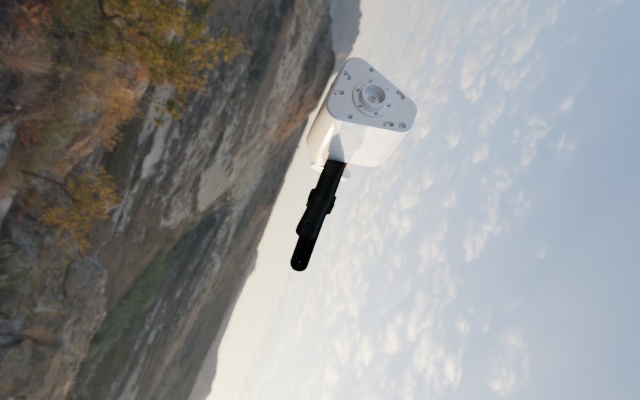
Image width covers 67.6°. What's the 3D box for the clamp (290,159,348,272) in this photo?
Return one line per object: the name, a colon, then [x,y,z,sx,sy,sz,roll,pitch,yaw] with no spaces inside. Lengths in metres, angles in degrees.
clamp: [0.001,0.002,0.622,0.039,0.171,0.120,20,-21,-3]
